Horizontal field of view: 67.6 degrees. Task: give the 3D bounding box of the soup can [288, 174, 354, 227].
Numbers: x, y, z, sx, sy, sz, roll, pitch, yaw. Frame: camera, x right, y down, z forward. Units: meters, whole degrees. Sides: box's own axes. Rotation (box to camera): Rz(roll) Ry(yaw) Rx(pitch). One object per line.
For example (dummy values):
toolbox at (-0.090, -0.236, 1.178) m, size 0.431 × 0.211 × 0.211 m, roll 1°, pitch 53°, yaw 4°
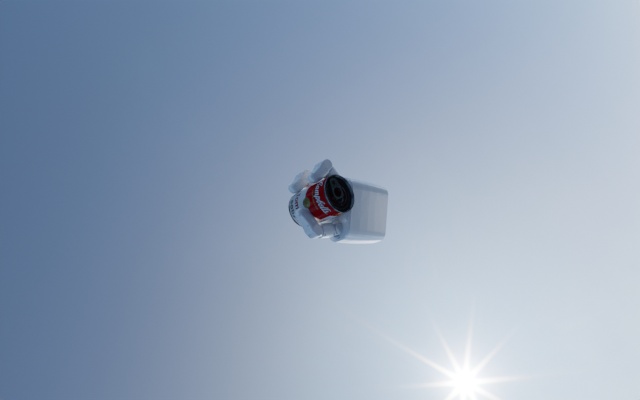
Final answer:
soup can at (0.000, 0.003, 0.836) m, size 0.068 × 0.068 × 0.102 m, roll 0°, pitch -17°, yaw -43°
